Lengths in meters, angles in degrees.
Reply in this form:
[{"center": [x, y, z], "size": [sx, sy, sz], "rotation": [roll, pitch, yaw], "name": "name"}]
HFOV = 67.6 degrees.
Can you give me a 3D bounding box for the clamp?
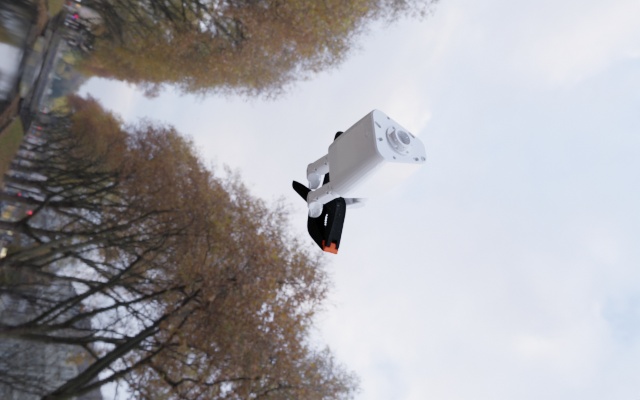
[{"center": [0.001, 0.003, 0.832], "size": [0.036, 0.209, 0.165], "rotation": [17, -36, -29], "name": "clamp"}]
